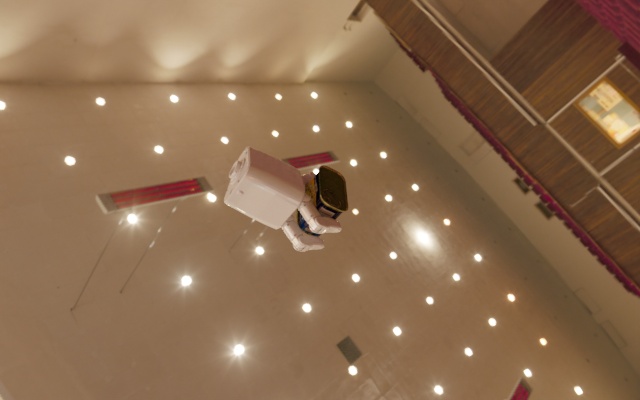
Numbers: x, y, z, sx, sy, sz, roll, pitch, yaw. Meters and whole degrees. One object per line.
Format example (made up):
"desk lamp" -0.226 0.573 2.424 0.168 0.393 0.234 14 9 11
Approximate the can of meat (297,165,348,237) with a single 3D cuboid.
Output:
"can of meat" 0.000 0.003 0.850 0.057 0.102 0.084 25 -52 -24
